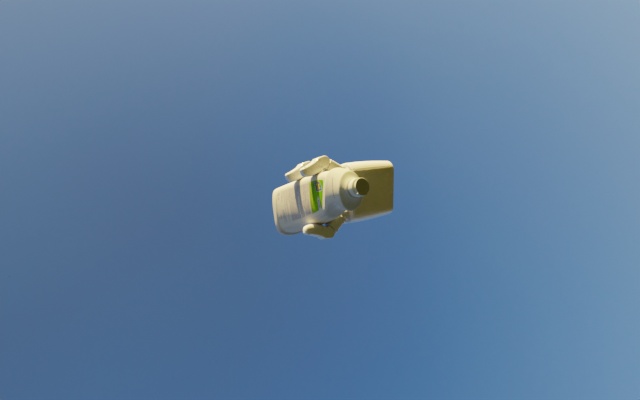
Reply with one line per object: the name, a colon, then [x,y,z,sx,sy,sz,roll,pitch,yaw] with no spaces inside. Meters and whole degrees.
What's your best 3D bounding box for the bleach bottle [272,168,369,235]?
bleach bottle: [0.000,0.003,0.862,0.068,0.102,0.251,-7,-4,-34]
